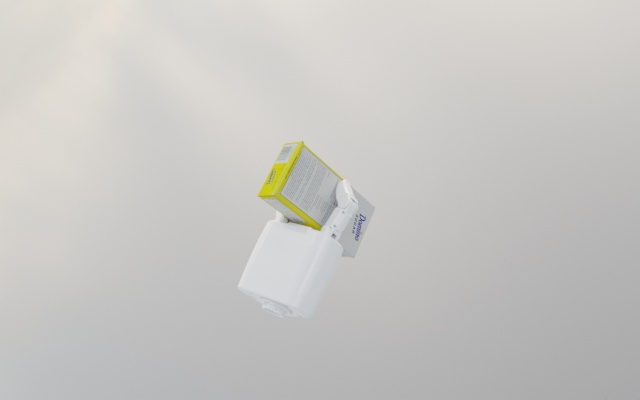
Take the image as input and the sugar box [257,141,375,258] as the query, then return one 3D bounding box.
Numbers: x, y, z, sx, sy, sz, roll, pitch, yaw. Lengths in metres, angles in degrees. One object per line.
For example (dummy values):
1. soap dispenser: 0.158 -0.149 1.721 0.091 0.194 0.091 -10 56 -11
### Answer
1. sugar box: 0.000 0.002 0.696 0.048 0.093 0.176 1 -32 47
